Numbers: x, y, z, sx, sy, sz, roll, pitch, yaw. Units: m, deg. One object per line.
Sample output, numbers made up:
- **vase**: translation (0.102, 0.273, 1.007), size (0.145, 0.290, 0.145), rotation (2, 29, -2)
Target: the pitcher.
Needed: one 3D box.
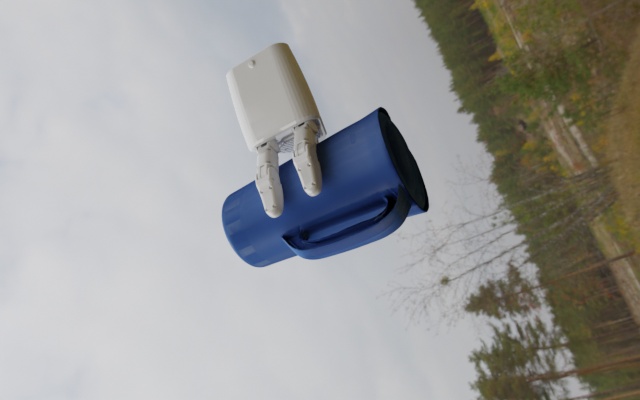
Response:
- **pitcher**: translation (0.000, 0.002, 0.585), size (0.243, 0.145, 0.149), rotation (-25, -10, 21)
